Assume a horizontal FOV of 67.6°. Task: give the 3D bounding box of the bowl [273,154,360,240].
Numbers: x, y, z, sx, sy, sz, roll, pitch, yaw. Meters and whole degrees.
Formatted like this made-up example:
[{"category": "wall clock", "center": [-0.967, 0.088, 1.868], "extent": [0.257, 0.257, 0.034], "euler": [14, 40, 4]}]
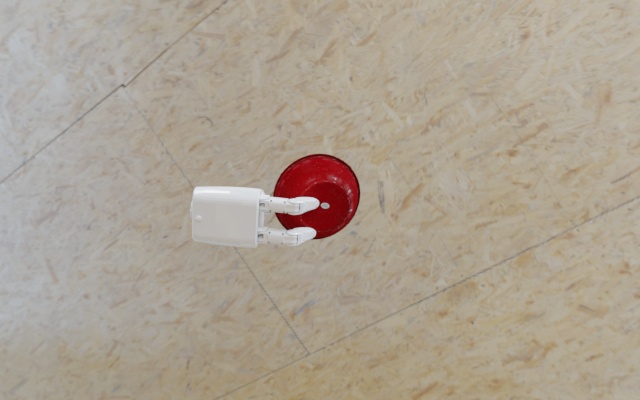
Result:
[{"category": "bowl", "center": [0.002, 0.003, 0.833], "extent": [0.162, 0.162, 0.055], "euler": [0, 18, -14]}]
